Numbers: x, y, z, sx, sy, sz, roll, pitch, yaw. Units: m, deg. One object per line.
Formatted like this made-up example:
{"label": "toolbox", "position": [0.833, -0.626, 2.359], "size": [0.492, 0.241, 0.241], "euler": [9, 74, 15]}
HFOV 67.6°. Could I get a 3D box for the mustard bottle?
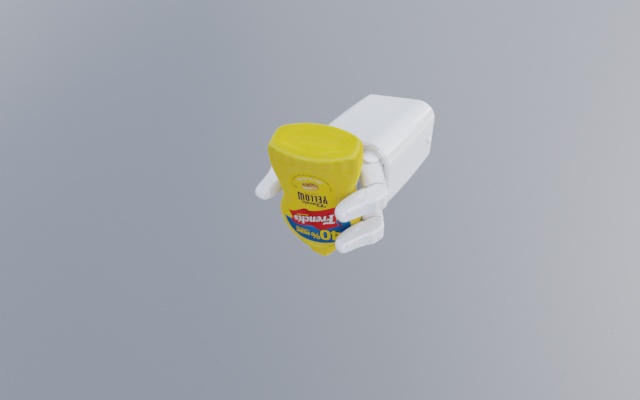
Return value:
{"label": "mustard bottle", "position": [0.000, 0.002, 0.549], "size": [0.096, 0.058, 0.192], "euler": [9, -39, 13]}
